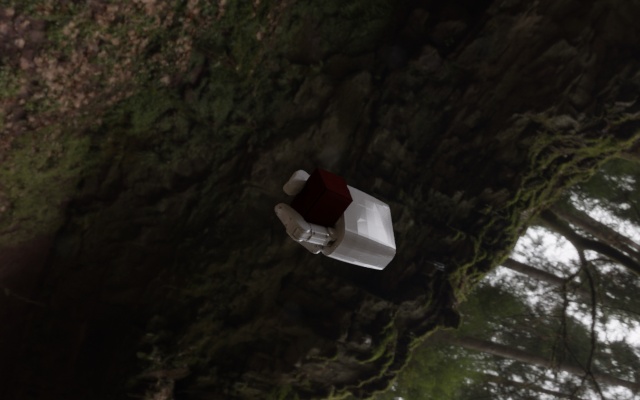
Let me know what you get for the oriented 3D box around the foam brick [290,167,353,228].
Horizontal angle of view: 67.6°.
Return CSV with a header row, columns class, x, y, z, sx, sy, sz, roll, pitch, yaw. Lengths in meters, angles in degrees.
class,x,y,z,sx,sy,sz,roll,pitch,yaw
foam brick,0.000,0.002,0.683,0.051,0.078,0.053,21,32,-29
